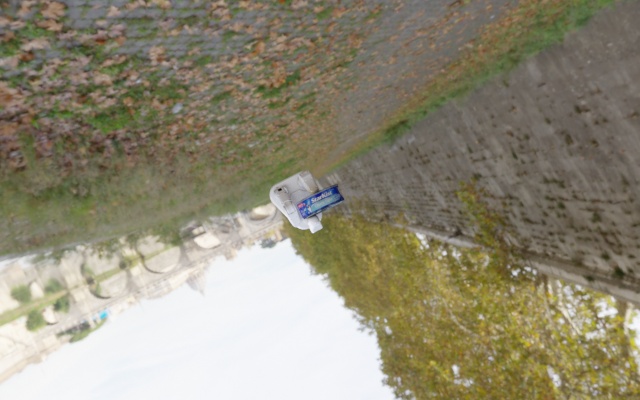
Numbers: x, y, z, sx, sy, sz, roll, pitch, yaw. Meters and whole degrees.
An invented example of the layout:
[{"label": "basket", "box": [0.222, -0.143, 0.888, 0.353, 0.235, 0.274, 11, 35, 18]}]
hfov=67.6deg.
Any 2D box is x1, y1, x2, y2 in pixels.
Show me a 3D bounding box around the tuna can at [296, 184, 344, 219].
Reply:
[{"label": "tuna can", "box": [0.000, 0.003, 0.881, 0.086, 0.034, 0.086, -25, -3, -2]}]
